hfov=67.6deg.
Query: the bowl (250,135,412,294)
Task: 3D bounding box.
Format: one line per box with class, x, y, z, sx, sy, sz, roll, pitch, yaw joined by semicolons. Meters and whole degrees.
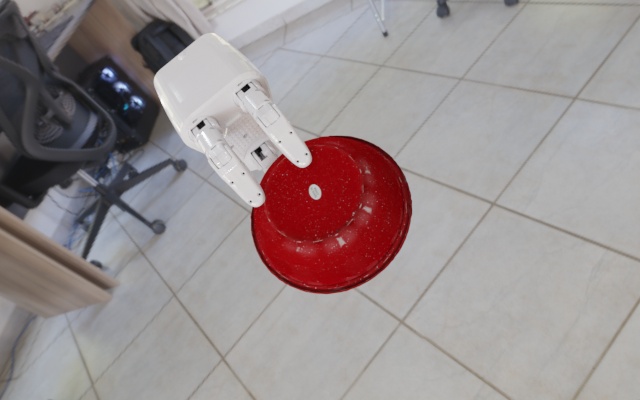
bowl;0.001;0.002;0.439;0.162;0.162;0.055;0;-19;17
